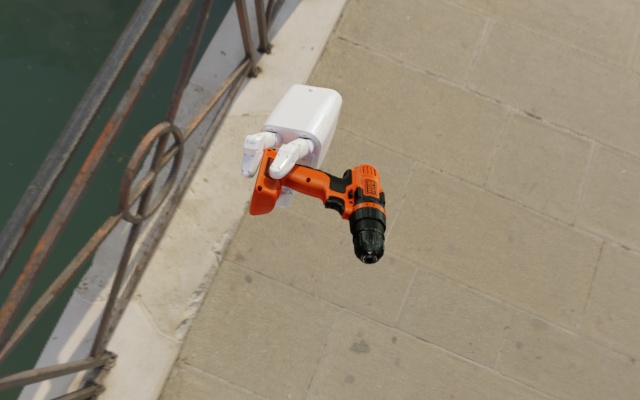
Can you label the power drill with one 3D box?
[{"bbox_3d":[0.000,0.002,0.664,0.187,0.057,0.184,14,38,-9],"label":"power drill"}]
